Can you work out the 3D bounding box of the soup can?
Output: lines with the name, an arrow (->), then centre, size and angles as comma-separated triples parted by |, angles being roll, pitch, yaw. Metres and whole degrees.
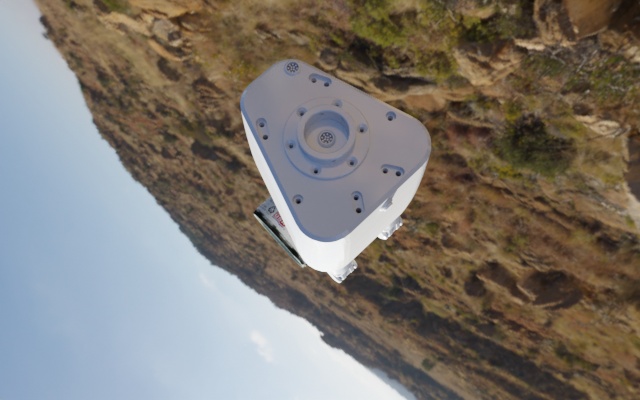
soup can -> 0.000, 0.002, 0.424 | 0.102, 0.068, 0.068 | -42, 8, -9
